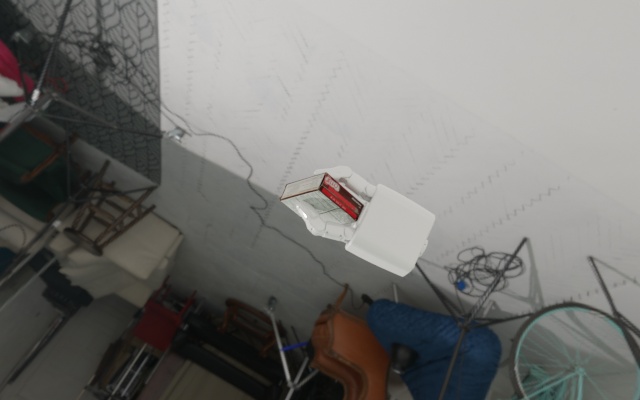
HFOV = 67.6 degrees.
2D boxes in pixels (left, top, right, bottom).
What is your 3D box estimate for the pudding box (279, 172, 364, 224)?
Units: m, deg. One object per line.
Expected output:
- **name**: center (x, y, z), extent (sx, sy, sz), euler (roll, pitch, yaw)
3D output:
- **pudding box**: center (0.000, 0.003, 0.774), extent (0.090, 0.039, 0.113), euler (41, -32, -26)
